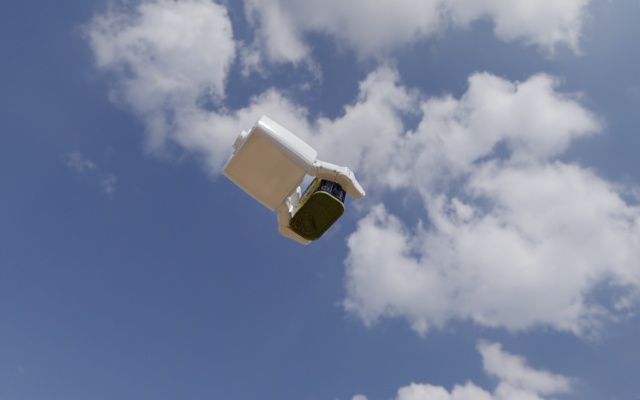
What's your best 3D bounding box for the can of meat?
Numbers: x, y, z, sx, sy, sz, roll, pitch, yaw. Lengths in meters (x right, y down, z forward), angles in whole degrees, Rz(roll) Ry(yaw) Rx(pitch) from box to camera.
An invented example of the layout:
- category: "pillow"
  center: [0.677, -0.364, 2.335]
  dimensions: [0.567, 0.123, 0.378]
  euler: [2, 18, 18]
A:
- category: "can of meat"
  center: [0.000, 0.002, 0.788]
  dimensions: [0.057, 0.102, 0.084]
  euler: [33, 36, -12]
